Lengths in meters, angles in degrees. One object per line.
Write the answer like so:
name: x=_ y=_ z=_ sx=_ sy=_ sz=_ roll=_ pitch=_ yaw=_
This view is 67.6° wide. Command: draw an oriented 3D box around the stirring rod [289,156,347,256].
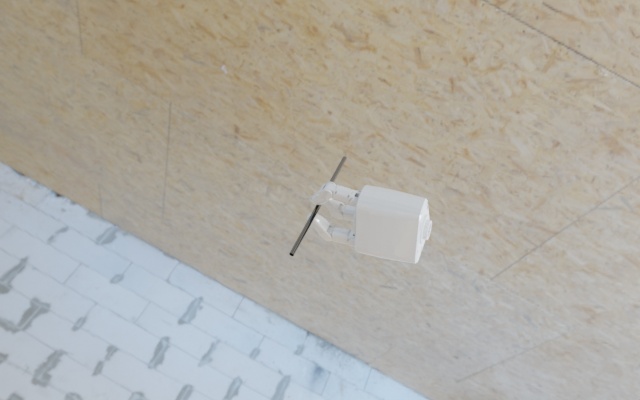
stirring rod: x=0.000 y=0.003 z=0.832 sx=0.011 sy=0.011 sz=0.239 roll=0 pitch=44 yaw=32
